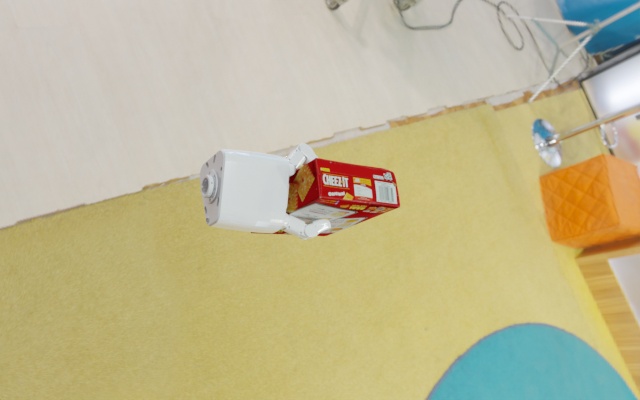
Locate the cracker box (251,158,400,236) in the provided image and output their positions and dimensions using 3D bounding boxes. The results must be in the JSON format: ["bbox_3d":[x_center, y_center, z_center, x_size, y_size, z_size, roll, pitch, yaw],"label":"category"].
[{"bbox_3d":[0.000,0.003,0.807,0.164,0.072,0.214,6,-20,-35],"label":"cracker box"}]
